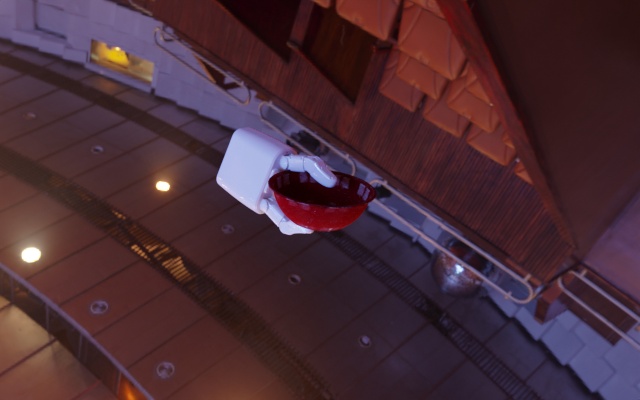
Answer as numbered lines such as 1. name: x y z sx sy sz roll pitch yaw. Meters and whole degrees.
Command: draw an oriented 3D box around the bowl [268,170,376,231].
1. bowl: 0.001 0.003 0.715 0.162 0.055 0.162 6 21 -2
